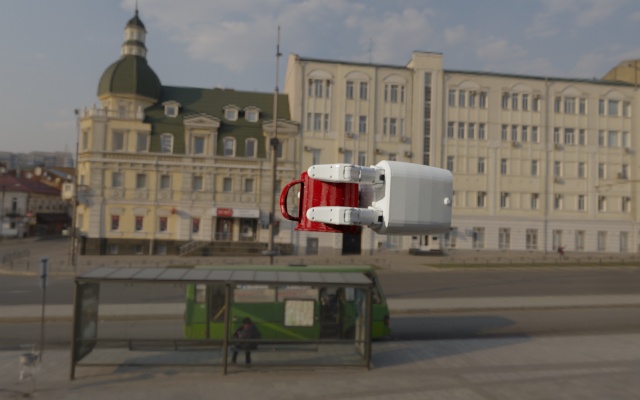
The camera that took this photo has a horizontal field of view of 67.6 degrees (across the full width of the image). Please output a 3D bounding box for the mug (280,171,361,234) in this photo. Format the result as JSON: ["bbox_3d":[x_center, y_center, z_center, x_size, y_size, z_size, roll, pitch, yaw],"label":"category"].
[{"bbox_3d":[-0.001,0.002,0.654,0.117,0.081,0.093,4,-3,-22],"label":"mug"}]
